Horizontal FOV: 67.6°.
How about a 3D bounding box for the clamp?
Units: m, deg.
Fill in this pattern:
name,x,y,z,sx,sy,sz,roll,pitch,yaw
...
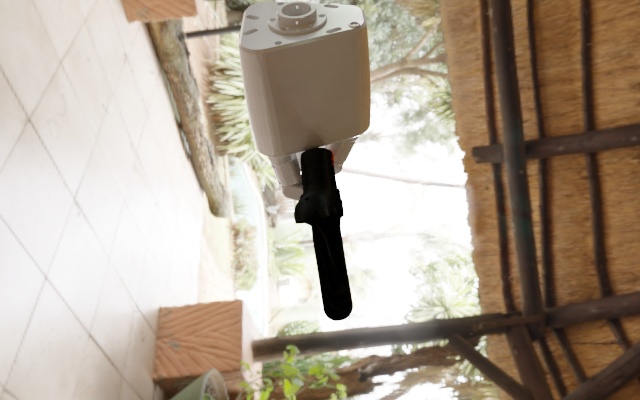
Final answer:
name,x,y,z,sx,sy,sz,roll,pitch,yaw
clamp,0.001,0.001,0.408,0.039,0.171,0.120,-8,-44,0
